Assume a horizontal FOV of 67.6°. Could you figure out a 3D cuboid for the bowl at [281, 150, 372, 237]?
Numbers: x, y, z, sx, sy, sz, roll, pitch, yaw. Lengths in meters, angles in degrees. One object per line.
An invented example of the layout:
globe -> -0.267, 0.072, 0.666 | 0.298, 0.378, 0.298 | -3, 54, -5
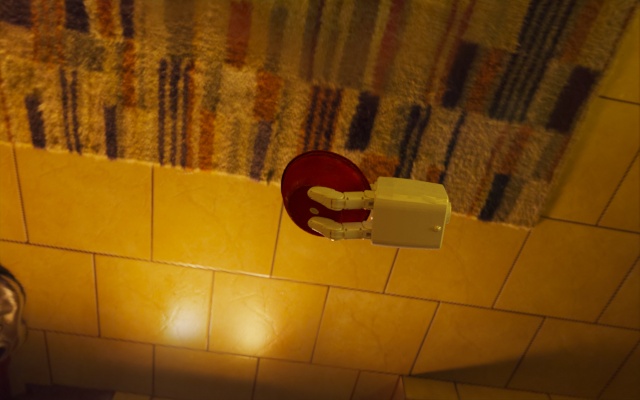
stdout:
bowl -> -0.001, 0.003, 0.772 | 0.162, 0.162, 0.055 | 0, 29, 22
